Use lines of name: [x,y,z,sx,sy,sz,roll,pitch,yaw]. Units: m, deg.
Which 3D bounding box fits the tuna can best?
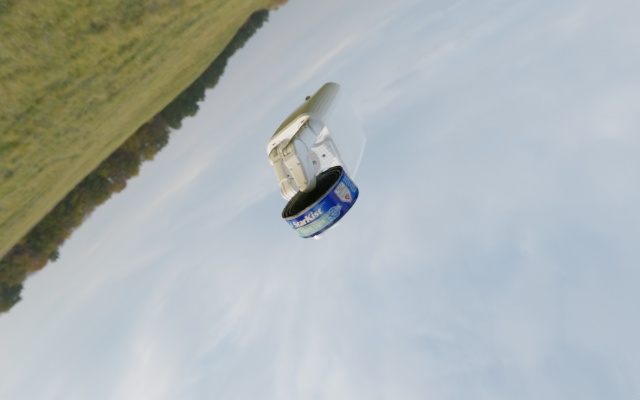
tuna can: [0.000,0.002,0.526,0.086,0.034,0.086,-37,16,13]
